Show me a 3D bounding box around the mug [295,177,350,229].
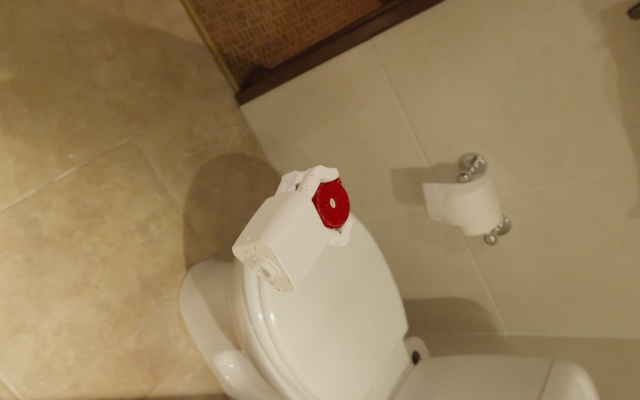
[{"bbox_3d":[0.001,0.002,0.805,0.081,0.093,0.117,-13,34,44],"label":"mug"}]
